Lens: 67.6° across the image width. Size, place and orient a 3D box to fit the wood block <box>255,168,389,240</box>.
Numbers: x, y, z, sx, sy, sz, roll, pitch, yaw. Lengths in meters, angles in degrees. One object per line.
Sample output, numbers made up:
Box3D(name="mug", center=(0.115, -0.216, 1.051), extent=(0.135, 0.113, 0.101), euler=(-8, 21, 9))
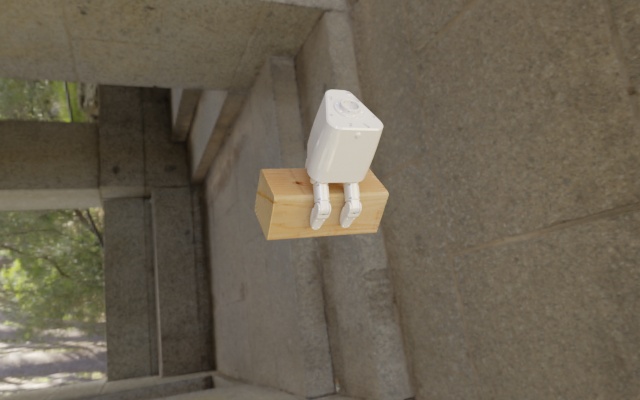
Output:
Box3D(name="wood block", center=(0.000, 0.002, 0.833), extent=(0.206, 0.090, 0.090), euler=(-2, 35, -23))
